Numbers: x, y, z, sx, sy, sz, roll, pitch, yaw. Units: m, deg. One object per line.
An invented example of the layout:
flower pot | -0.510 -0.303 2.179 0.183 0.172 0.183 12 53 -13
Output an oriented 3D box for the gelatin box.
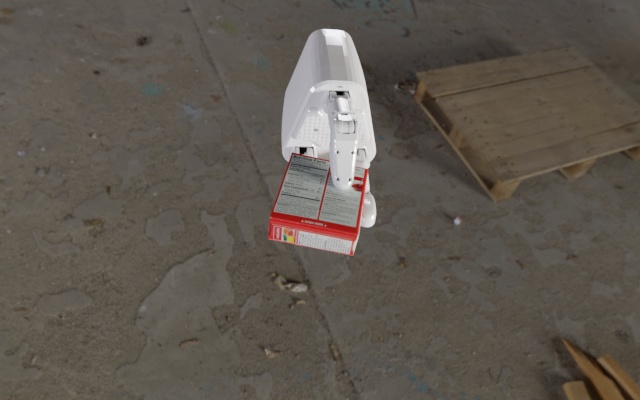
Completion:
gelatin box | 0.000 0.001 0.417 0.073 0.030 0.089 11 44 2
